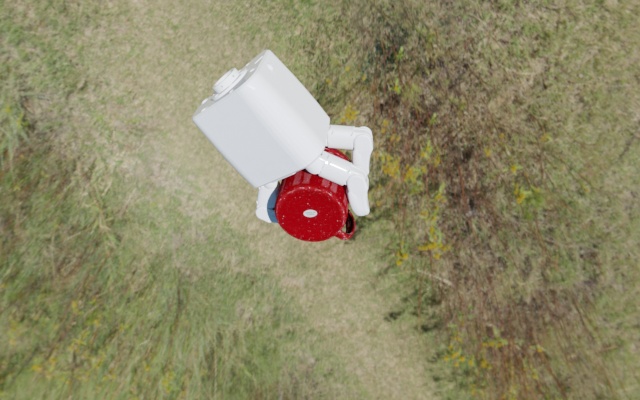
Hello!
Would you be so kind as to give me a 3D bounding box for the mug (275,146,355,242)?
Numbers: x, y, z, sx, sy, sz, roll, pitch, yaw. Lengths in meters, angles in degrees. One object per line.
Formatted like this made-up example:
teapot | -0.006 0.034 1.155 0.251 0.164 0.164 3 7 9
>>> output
mug | 0.001 0.003 0.561 0.093 0.117 0.081 -30 28 26
